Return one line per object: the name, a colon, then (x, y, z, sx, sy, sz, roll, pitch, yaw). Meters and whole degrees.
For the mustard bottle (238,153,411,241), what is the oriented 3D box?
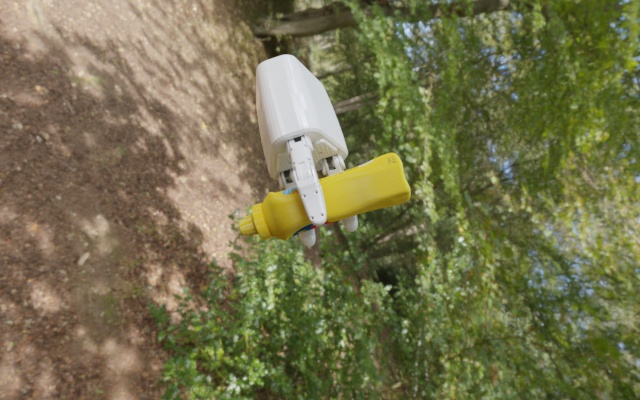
mustard bottle: (0.000, 0.002, 0.536, 0.191, 0.058, 0.096, -18, 3, 4)
